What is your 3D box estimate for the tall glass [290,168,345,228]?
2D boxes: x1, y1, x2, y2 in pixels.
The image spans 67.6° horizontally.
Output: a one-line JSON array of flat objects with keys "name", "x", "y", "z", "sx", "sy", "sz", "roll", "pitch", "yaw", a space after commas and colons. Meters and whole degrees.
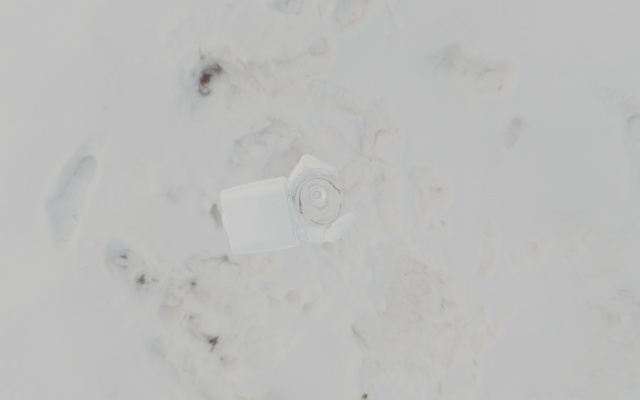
[{"name": "tall glass", "x": 0.000, "y": 0.002, "z": 0.771, "sx": 0.079, "sy": 0.079, "sz": 0.201, "roll": 0, "pitch": -7, "yaw": 4}]
